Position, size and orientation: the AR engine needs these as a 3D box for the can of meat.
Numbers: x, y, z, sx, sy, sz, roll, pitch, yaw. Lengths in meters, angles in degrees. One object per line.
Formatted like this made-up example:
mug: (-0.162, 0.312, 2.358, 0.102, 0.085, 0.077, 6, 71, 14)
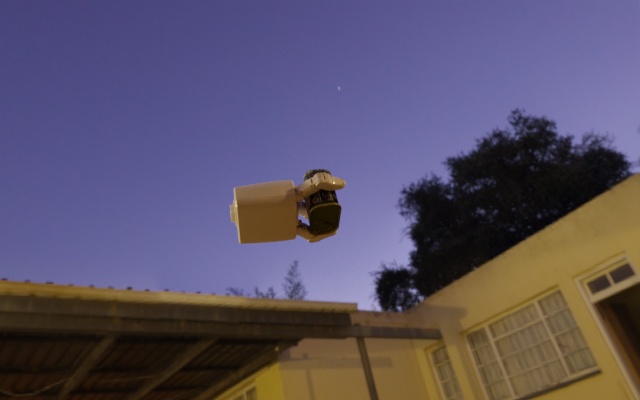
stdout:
can of meat: (0.000, 0.003, 0.889, 0.057, 0.084, 0.102, -8, -33, -8)
